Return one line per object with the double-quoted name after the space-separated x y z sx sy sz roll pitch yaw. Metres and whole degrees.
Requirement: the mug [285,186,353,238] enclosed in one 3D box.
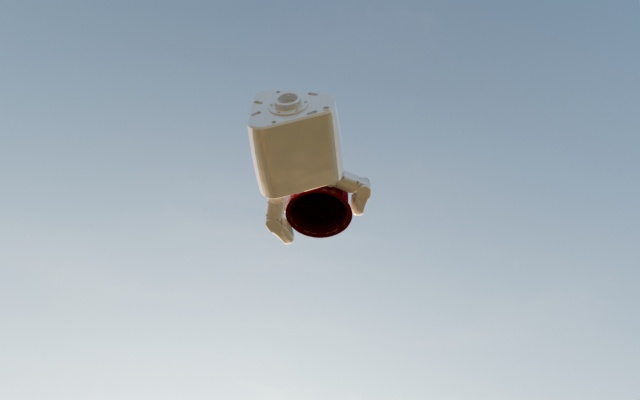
0.000 0.003 0.696 0.093 0.117 0.081 -2 42 4 "mug"
